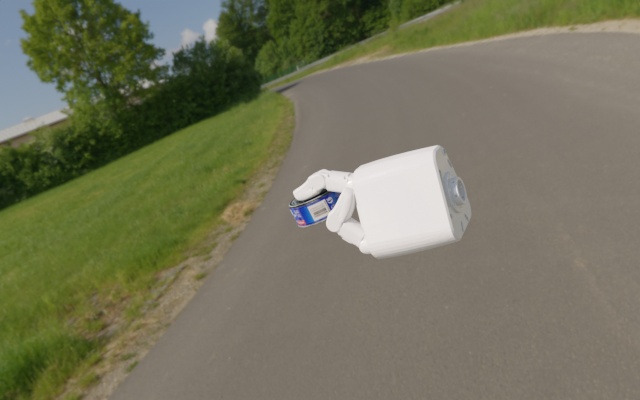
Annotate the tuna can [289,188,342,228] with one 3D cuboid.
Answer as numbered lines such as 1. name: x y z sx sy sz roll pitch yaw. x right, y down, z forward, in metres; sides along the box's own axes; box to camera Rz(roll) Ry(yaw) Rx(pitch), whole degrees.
1. tuna can: 0.000 0.002 0.661 0.086 0.034 0.086 -26 12 6
